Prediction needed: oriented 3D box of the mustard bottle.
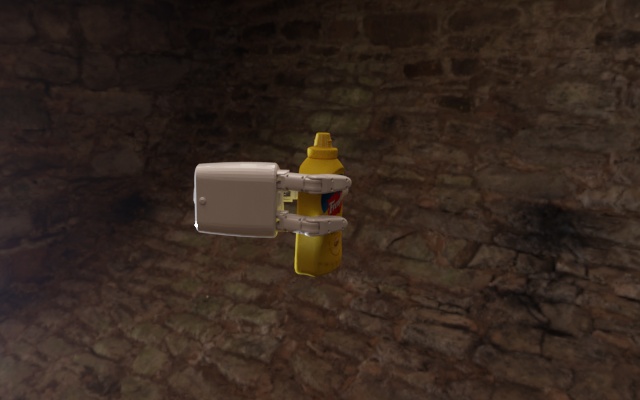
[{"bbox_3d":[0.000,0.002,0.668,0.058,0.192,0.096,7,12,24],"label":"mustard bottle"}]
